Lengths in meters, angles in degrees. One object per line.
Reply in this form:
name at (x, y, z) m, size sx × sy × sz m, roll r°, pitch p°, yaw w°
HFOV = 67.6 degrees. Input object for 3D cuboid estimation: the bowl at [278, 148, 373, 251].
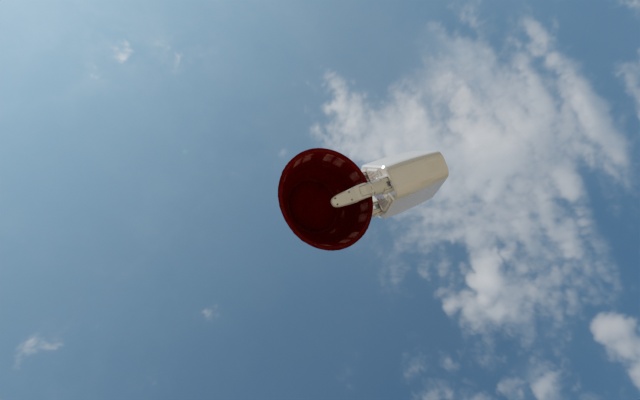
bowl at (-0.001, 0.003, 0.748) m, size 0.162 × 0.162 × 0.055 m, roll 0°, pitch -14°, yaw -27°
